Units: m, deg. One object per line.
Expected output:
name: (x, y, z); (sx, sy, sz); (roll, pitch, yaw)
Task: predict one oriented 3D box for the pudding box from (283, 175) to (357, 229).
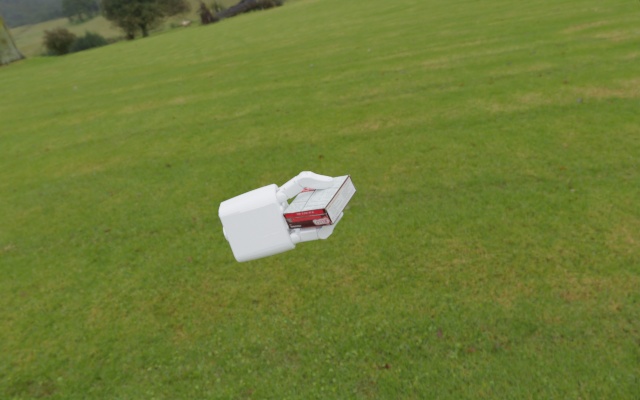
pudding box: (0.000, 0.003, 0.826); (0.090, 0.039, 0.113); (-7, 31, 33)
